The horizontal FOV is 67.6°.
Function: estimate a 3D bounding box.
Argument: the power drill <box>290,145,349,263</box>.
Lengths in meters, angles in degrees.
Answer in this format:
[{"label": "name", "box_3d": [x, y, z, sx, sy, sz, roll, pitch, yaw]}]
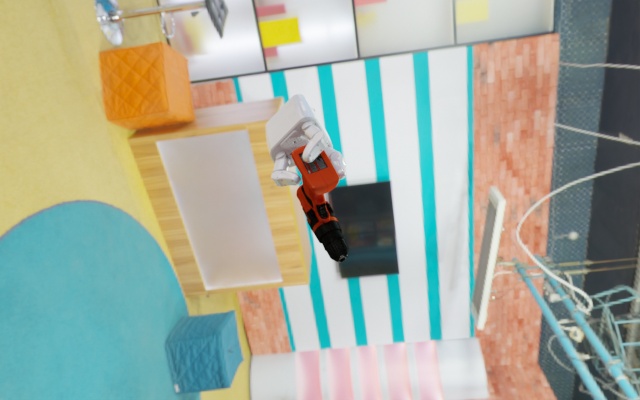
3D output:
[{"label": "power drill", "box_3d": [0.000, 0.002, 0.869, 0.057, 0.184, 0.188, -22, -33, -13]}]
